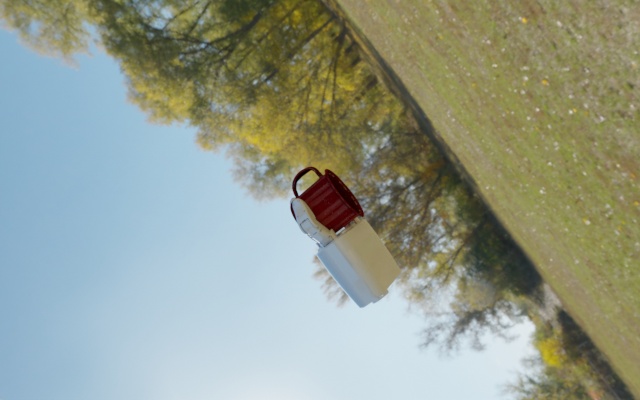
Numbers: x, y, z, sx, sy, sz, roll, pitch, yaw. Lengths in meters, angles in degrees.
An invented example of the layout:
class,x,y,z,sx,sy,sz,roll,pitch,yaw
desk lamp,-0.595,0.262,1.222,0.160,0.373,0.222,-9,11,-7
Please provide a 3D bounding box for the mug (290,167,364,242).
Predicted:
class,x,y,z,sx,sy,sz,roll,pitch,yaw
mug,-0.001,0.001,0.742,0.081,0.117,0.093,-39,-6,13
